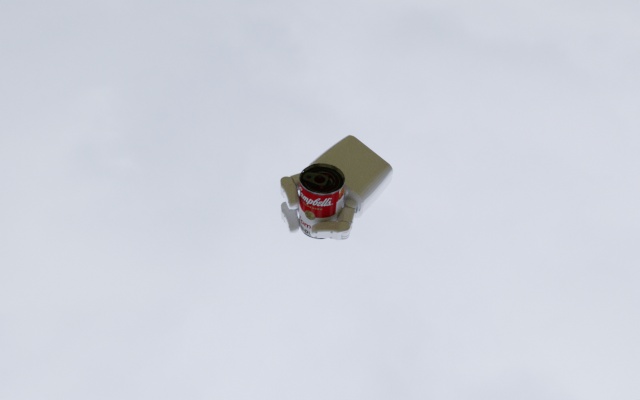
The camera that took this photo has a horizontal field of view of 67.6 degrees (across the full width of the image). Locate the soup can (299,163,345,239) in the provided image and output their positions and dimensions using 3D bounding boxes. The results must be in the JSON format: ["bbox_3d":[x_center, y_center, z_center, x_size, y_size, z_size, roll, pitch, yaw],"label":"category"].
[{"bbox_3d":[0.000,0.003,0.738,0.068,0.102,0.068,2,45,-2],"label":"soup can"}]
